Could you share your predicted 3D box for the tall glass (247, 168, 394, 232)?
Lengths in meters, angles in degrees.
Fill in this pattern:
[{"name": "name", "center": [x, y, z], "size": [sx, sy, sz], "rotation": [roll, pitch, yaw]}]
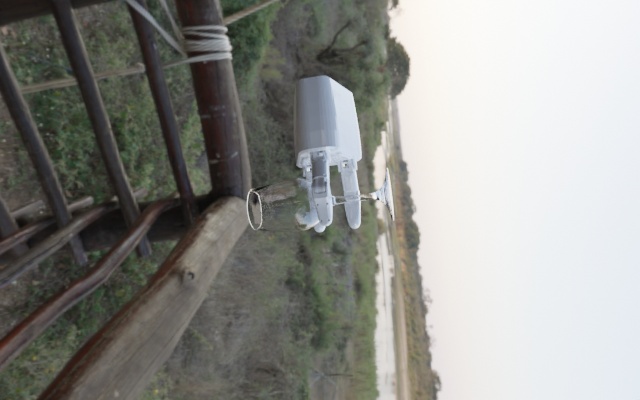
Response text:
[{"name": "tall glass", "center": [0.001, 0.002, 0.681], "size": [0.201, 0.079, 0.079], "rotation": [-7, -1, 10]}]
